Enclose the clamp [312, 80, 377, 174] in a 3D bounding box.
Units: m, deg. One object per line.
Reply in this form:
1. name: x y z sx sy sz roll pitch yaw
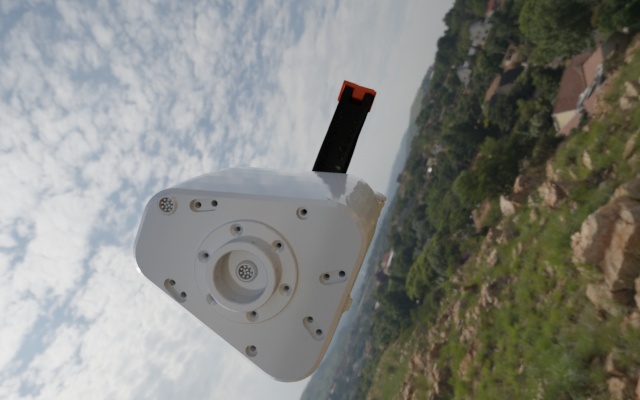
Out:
1. clamp: -0.001 0.001 0.424 0.036 0.210 0.164 20 10 2
